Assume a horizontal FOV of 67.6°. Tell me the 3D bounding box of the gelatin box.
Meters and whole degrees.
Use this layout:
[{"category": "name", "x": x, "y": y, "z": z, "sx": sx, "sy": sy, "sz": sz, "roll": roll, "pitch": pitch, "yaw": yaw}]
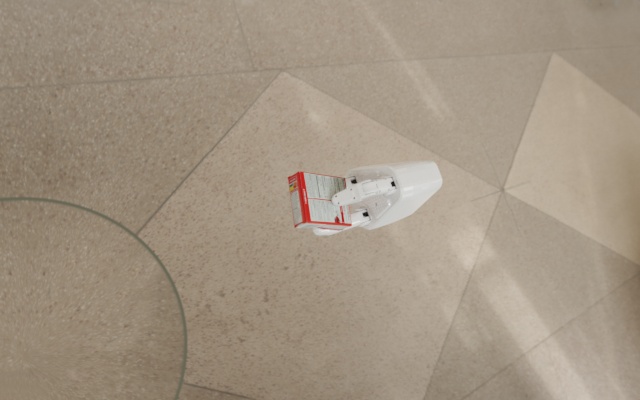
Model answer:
[{"category": "gelatin box", "x": 0.000, "y": 0.002, "z": 0.662, "sx": 0.089, "sy": 0.073, "sz": 0.030, "roll": 6, "pitch": -21, "yaw": -42}]
